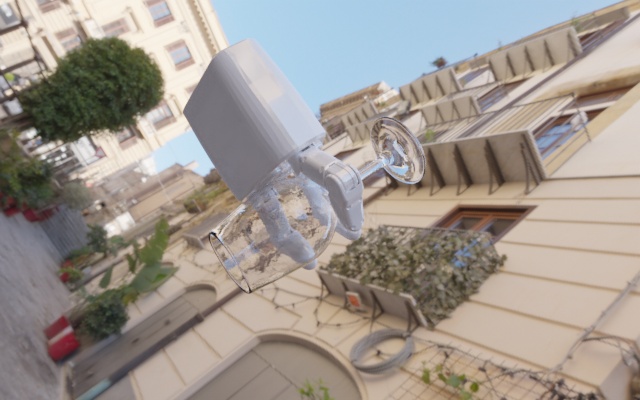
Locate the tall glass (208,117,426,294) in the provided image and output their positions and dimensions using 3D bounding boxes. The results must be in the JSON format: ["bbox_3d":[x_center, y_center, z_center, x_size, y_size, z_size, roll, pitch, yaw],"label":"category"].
[{"bbox_3d":[0.001,0.001,0.434,0.201,0.079,0.079,-34,15,-23],"label":"tall glass"}]
